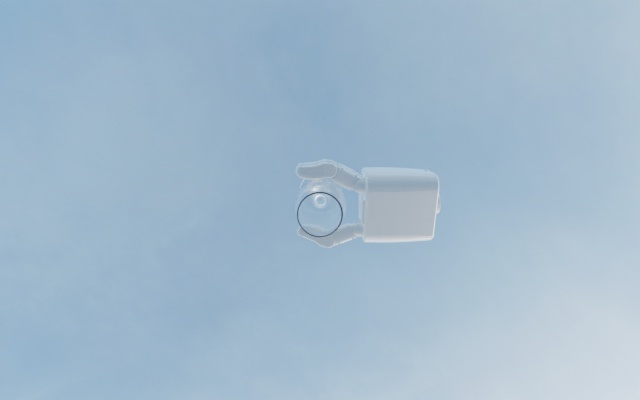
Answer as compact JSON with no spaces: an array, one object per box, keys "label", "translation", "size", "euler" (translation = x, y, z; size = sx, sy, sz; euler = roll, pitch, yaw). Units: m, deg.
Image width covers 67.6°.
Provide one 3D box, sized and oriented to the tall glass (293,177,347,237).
[{"label":"tall glass","translation":[0.000,0.002,0.730],"size":[0.079,0.079,0.201],"euler":[0,10,1]}]
